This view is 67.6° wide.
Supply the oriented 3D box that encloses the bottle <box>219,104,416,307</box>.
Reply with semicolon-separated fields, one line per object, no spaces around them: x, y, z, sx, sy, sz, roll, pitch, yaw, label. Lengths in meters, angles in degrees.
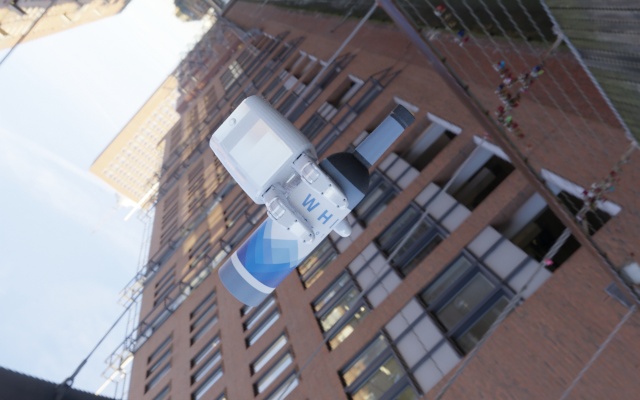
0.000;0.002;0.574;0.069;0.296;0.069;43;7;-7;bottle
